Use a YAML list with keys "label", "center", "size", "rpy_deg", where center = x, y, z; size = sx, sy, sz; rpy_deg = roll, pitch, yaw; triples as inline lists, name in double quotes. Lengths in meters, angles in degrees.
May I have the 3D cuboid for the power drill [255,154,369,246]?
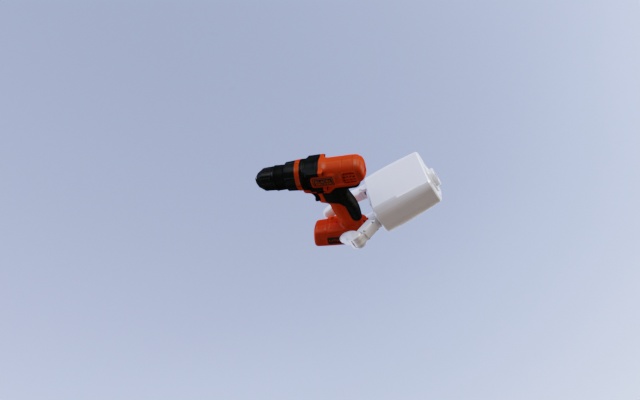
- label: "power drill"
  center: [0.001, 0.003, 0.819]
  size: [0.184, 0.057, 0.188]
  rpy_deg: [-5, -42, 17]
